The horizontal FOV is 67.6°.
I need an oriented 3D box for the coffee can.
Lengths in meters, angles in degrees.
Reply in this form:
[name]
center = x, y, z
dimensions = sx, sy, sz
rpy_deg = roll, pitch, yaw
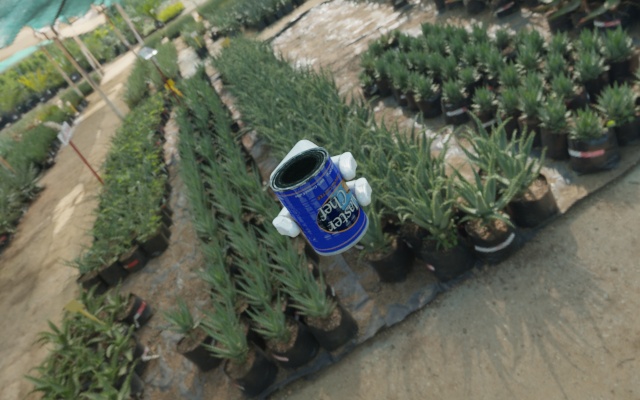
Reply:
[coffee can]
center = 0.000, 0.003, 0.752
dimensions = 0.103, 0.140, 0.102
rpy_deg = -25, 30, 15
